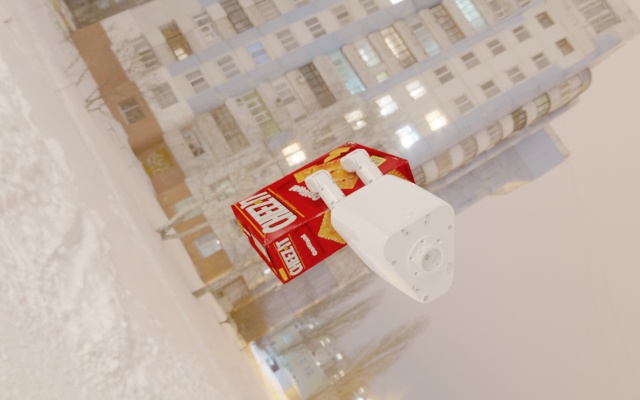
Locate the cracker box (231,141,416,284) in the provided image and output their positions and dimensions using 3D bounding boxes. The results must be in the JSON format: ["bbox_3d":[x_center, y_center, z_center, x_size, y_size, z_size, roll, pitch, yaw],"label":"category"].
[{"bbox_3d":[0.000,0.002,0.658,0.213,0.072,0.164,-30,26,-14],"label":"cracker box"}]
